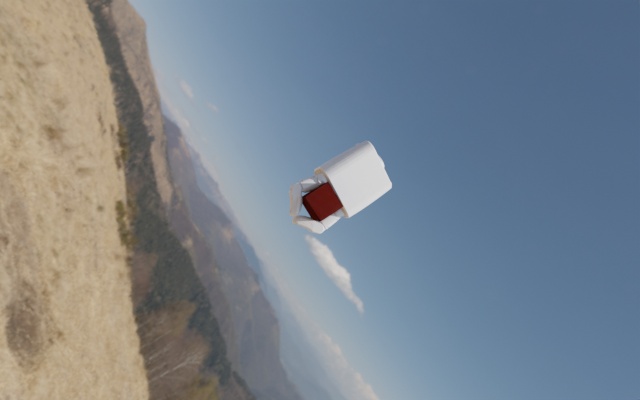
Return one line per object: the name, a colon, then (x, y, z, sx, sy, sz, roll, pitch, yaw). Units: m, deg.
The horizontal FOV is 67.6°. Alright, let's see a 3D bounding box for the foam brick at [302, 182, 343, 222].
foam brick: (0.000, 0.003, 0.860, 0.051, 0.053, 0.078, -32, 5, -8)
